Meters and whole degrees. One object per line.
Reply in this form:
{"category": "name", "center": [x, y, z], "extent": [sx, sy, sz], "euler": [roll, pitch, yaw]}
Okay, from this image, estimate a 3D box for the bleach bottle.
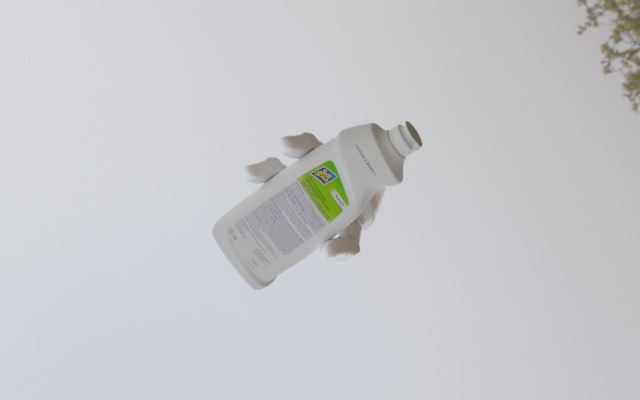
{"category": "bleach bottle", "center": [0.000, 0.002, 0.514], "extent": [0.251, 0.102, 0.068], "euler": [-32, 11, 27]}
